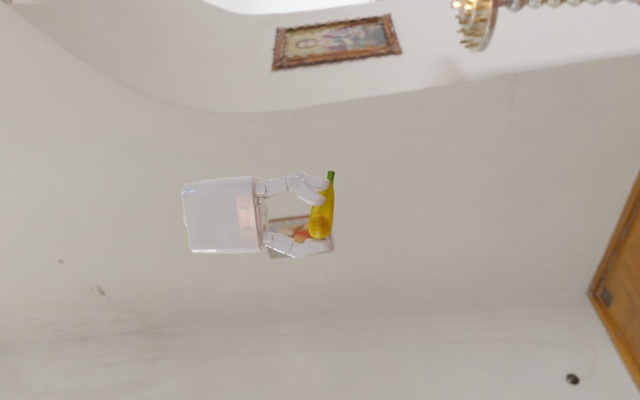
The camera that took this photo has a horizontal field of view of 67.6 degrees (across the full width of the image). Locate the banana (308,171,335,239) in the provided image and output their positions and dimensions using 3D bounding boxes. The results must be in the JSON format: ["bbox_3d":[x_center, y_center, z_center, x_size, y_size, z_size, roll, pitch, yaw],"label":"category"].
[{"bbox_3d":[0.001,0.018,0.736,0.037,0.070,0.197,0,24,4],"label":"banana"}]
